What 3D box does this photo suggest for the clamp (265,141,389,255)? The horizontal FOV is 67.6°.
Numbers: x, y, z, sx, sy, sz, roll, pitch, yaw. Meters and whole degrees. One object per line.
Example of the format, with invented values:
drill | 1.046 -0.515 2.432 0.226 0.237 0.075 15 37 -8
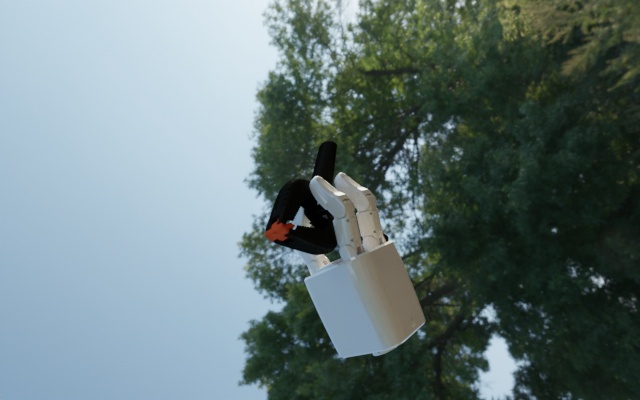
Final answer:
clamp | -0.001 0.003 0.583 0.036 0.164 0.210 -32 -11 32
